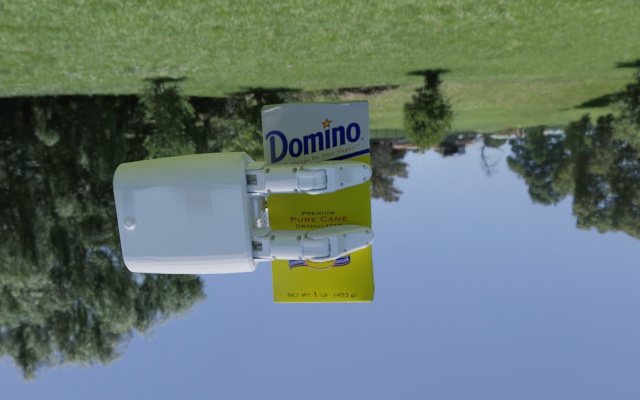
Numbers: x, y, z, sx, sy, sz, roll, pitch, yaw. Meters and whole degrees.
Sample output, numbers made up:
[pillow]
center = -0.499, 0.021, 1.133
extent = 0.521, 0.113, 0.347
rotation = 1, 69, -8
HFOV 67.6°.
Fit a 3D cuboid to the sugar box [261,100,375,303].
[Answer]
[sugar box]
center = 0.000, 0.002, 0.427
extent = 0.093, 0.176, 0.048
rotation = -2, 12, 5
